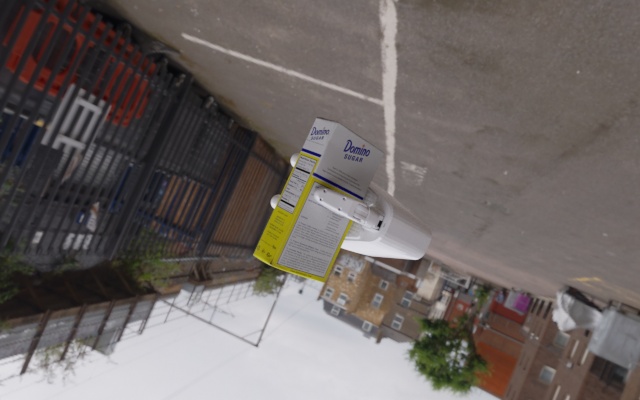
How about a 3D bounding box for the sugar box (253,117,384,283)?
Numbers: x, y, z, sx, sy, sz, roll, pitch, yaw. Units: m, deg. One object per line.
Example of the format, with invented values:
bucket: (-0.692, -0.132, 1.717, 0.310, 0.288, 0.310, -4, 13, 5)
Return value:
sugar box: (0.000, 0.002, 0.562, 0.093, 0.176, 0.048, 26, -3, -43)
